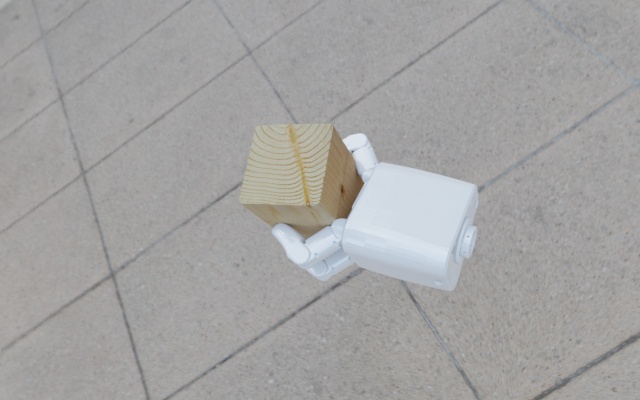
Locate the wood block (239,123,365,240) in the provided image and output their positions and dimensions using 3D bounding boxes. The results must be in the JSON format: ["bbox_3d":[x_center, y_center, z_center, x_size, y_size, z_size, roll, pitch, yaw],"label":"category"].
[{"bbox_3d":[0.000,0.002,0.559,0.090,0.090,0.206,2,-22,22],"label":"wood block"}]
